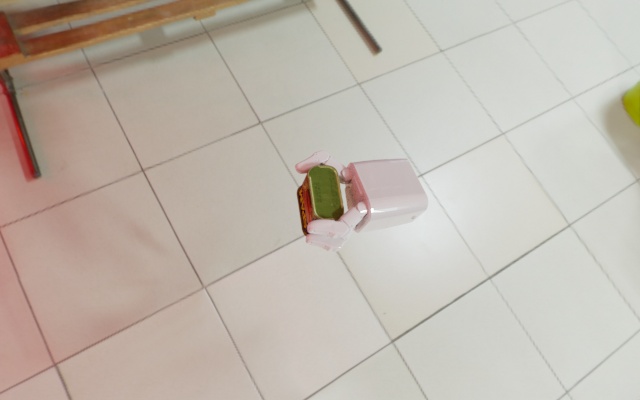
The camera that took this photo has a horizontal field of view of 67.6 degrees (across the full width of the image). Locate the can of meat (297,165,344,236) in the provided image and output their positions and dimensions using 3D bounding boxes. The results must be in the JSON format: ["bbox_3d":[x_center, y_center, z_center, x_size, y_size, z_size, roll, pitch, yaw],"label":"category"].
[{"bbox_3d":[0.000,0.002,0.785,0.057,0.102,0.084,-3,-21,-15],"label":"can of meat"}]
